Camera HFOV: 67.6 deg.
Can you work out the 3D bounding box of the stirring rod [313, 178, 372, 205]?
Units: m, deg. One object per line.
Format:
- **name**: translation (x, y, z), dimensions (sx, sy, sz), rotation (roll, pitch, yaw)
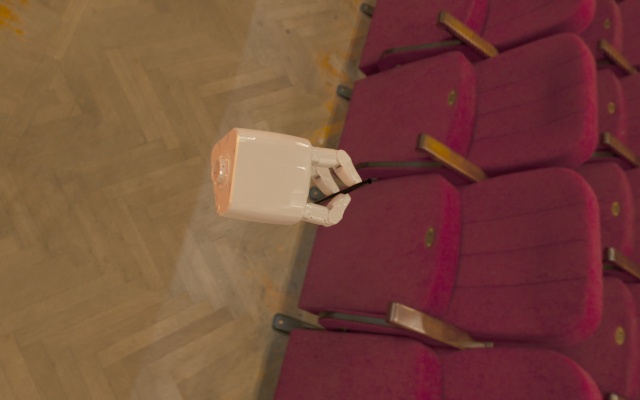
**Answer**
- **stirring rod**: translation (0.000, 0.002, 0.738), dimensions (0.011, 0.011, 0.239), rotation (0, -14, -34)
